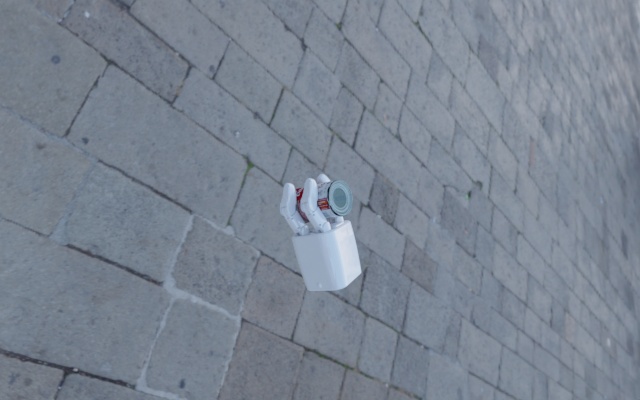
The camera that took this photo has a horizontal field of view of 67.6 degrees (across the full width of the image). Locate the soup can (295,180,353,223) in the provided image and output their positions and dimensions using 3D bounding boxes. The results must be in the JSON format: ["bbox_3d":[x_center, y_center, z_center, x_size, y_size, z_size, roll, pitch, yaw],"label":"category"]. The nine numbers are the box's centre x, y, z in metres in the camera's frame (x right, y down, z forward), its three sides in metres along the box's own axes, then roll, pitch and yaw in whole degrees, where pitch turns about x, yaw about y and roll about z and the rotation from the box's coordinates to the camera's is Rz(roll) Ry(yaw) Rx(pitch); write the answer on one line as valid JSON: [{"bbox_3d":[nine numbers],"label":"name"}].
[{"bbox_3d":[0.000,0.002,0.876,0.102,0.068,0.068,-11,-8,43],"label":"soup can"}]
